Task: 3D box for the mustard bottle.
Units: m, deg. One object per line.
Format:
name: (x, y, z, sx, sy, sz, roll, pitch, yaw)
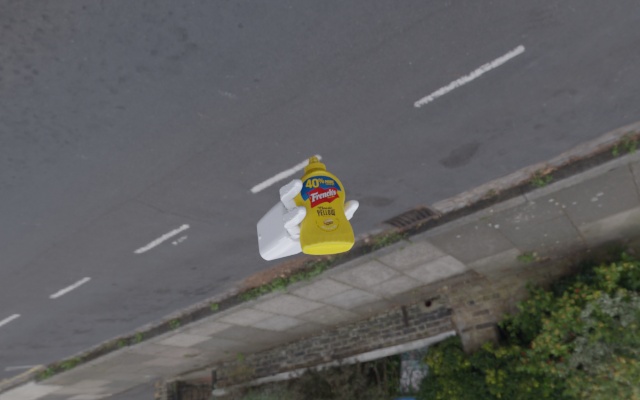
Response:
mustard bottle: (0.000, 0.003, 0.893, 0.096, 0.191, 0.058, -3, -27, -14)
